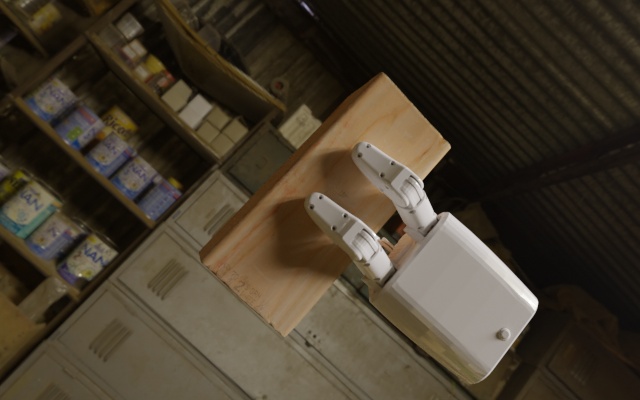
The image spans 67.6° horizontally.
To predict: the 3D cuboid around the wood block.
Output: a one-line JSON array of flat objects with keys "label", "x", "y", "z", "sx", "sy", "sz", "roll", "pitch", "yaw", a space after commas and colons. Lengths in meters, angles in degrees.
[{"label": "wood block", "x": 0.000, "y": 0.002, "z": 0.414, "sx": 0.090, "sy": 0.206, "sz": 0.091, "roll": 45, "pitch": -12, "yaw": -9}]
